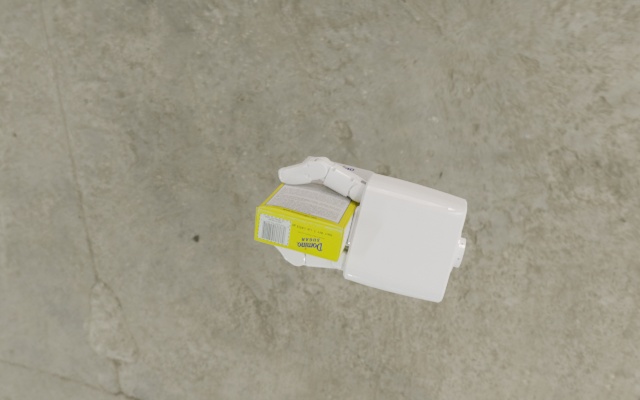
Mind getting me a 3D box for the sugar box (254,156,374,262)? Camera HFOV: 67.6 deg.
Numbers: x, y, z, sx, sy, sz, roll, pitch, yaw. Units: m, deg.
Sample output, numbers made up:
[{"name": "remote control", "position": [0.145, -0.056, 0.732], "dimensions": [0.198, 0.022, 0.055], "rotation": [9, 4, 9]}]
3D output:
[{"name": "sugar box", "position": [0.000, 0.002, 0.551], "dimensions": [0.093, 0.048, 0.176], "rotation": [15, 23, 11]}]
